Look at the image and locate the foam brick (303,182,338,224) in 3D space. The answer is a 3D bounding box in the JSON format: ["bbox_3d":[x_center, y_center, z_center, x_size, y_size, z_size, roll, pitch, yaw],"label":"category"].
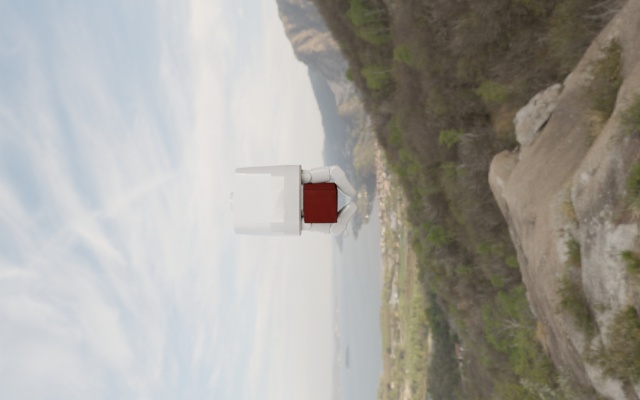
[{"bbox_3d":[0.000,0.002,0.735,0.051,0.053,0.078,0,9,0],"label":"foam brick"}]
